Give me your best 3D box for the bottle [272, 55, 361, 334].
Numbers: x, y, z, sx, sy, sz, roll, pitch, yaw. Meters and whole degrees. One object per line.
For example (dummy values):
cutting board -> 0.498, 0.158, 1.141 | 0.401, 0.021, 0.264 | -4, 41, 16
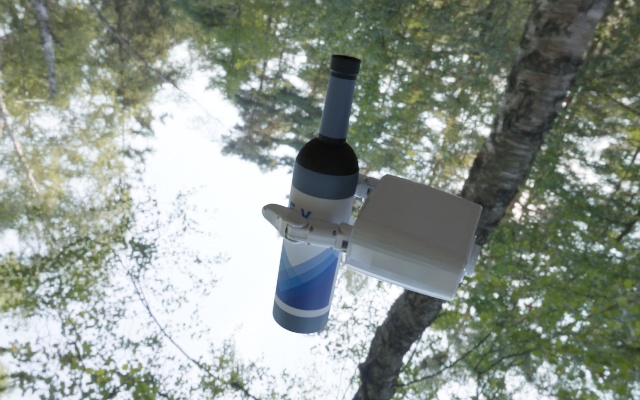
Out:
bottle -> 0.000, 0.002, 0.496 | 0.069, 0.296, 0.069 | 8, 24, -4
